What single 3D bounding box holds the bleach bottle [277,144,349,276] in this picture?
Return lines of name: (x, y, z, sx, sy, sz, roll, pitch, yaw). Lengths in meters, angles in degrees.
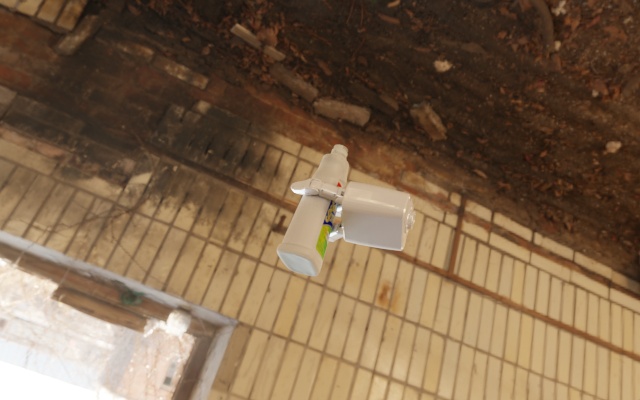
bleach bottle: (0.000, 0.003, 0.861, 0.068, 0.250, 0.103, 11, -27, 18)
